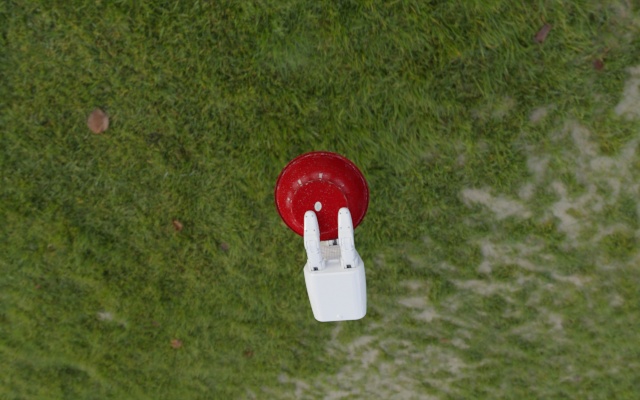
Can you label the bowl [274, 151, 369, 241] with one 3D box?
[{"bbox_3d":[0.000,0.002,0.784,0.162,0.162,0.055,0,18,4],"label":"bowl"}]
